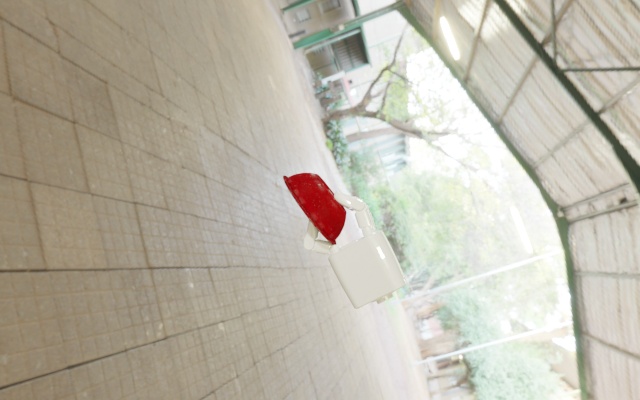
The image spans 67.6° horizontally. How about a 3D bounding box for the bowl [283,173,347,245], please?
[{"bbox_3d":[0.000,0.002,0.887,0.055,0.162,0.162,-38,-4,5],"label":"bowl"}]
